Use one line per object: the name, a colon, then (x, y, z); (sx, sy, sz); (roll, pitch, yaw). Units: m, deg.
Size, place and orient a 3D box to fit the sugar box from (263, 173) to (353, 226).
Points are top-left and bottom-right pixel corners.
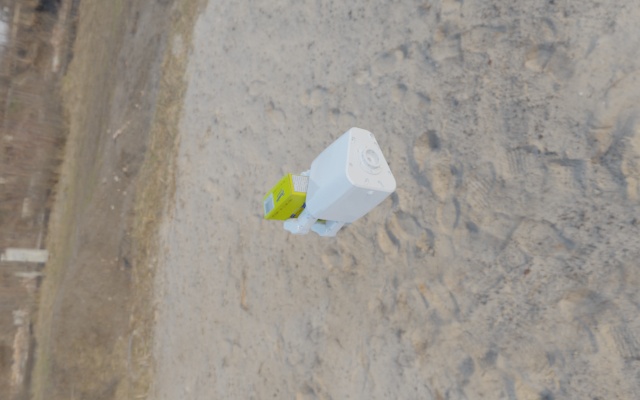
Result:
sugar box: (0.000, 0.003, 0.811); (0.176, 0.048, 0.093); (8, -31, -32)
